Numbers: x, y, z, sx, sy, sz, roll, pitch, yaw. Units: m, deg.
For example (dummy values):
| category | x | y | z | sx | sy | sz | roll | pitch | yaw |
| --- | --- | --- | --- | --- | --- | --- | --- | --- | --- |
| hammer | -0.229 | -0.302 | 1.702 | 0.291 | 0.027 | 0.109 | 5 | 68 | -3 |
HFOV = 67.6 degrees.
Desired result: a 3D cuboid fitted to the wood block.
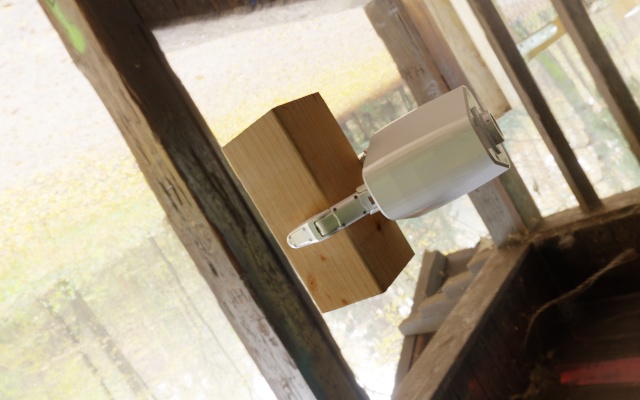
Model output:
| category | x | y | z | sx | sy | sz | roll | pitch | yaw |
| --- | --- | --- | --- | --- | --- | --- | --- | --- | --- |
| wood block | 0.000 | 0.002 | 0.510 | 0.090 | 0.206 | 0.090 | -28 | 4 | 38 |
